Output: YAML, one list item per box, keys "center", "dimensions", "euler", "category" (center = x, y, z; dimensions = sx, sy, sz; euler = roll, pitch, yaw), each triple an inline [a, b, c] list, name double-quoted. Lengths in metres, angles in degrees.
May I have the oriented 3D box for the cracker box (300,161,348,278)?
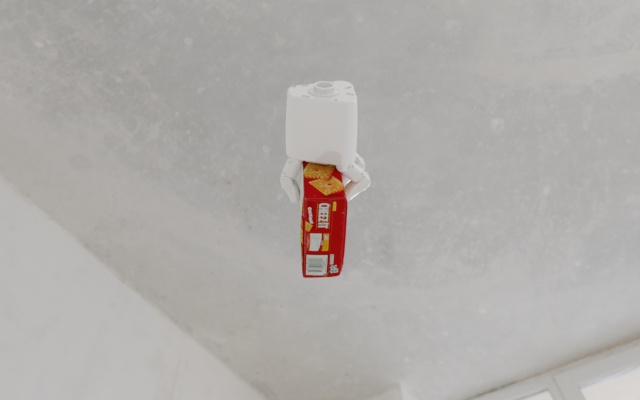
- center: [0.000, 0.003, 0.831]
  dimensions: [0.072, 0.164, 0.213]
  euler: [0, 35, -3]
  category: "cracker box"
